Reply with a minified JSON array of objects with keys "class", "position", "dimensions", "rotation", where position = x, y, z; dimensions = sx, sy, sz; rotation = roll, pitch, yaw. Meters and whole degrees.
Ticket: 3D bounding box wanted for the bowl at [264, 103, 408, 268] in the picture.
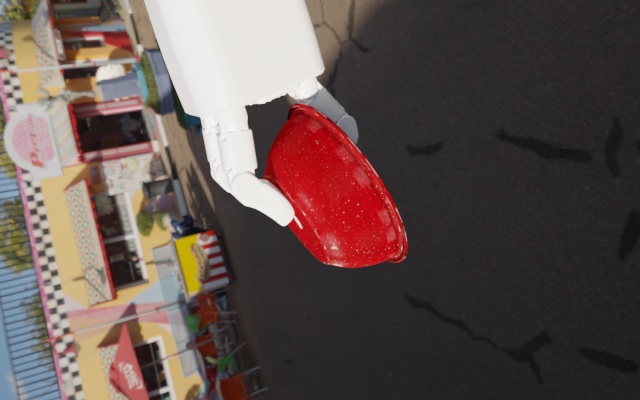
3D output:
[{"class":"bowl","position":[0.000,0.003,0.407],"dimensions":[0.055,0.162,0.162],"rotation":[-36,10,-14]}]
